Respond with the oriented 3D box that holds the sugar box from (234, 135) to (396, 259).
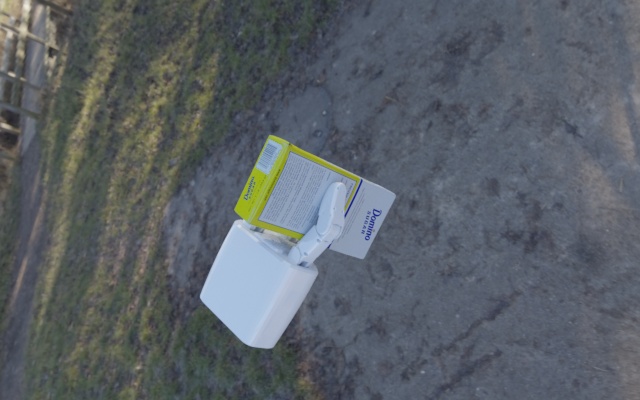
[{"bbox_3d":[0.000,0.002,0.547,0.176,0.093,0.048,22,7,-42],"label":"sugar box"}]
